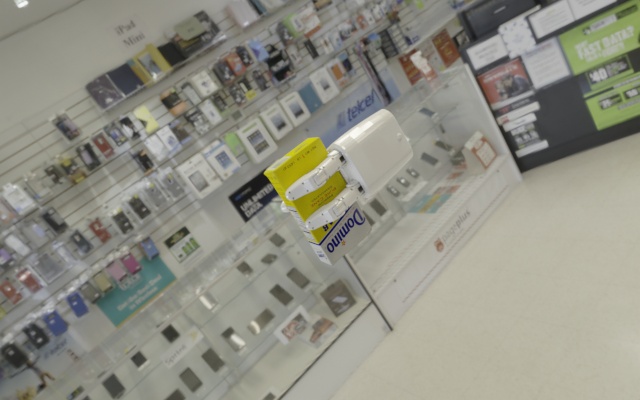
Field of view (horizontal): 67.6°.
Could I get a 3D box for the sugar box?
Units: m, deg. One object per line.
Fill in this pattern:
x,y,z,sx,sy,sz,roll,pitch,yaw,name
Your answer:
0.000,0.002,0.729,0.093,0.176,0.048,-39,18,-19,sugar box
